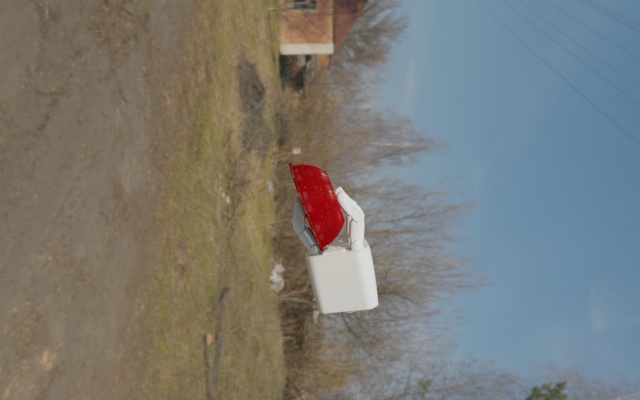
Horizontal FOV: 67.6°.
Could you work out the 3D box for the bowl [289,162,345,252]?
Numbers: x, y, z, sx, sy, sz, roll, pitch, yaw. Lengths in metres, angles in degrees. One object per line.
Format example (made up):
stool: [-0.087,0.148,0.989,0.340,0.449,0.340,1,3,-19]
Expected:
bowl: [0.000,0.001,0.799,0.055,0.162,0.162,-21,0,1]
